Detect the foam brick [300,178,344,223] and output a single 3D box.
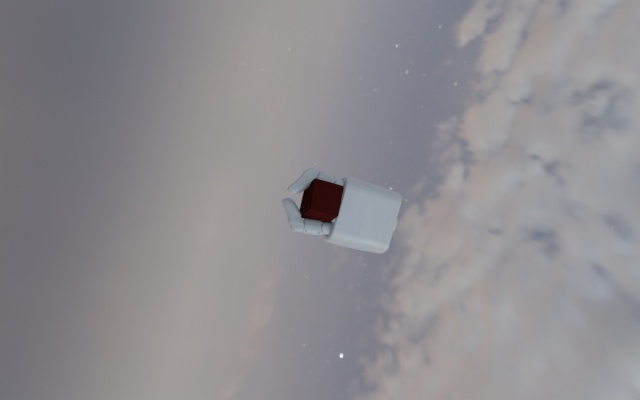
[{"bbox_3d":[0.000,0.003,0.791,0.051,0.053,0.078,16,-16,-12],"label":"foam brick"}]
